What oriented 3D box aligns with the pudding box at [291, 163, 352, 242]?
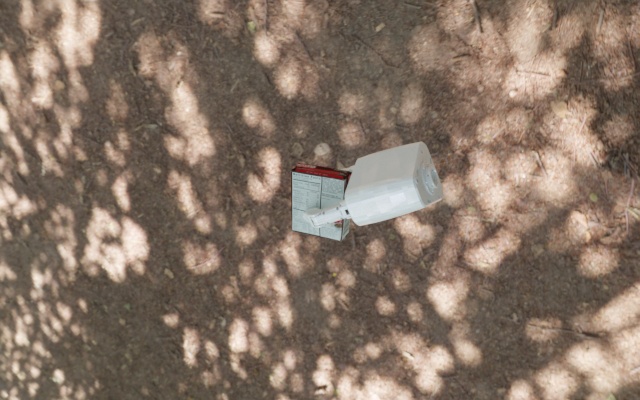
[{"bbox_3d":[0.000,0.003,0.751,0.090,0.113,0.039,12,28,18],"label":"pudding box"}]
